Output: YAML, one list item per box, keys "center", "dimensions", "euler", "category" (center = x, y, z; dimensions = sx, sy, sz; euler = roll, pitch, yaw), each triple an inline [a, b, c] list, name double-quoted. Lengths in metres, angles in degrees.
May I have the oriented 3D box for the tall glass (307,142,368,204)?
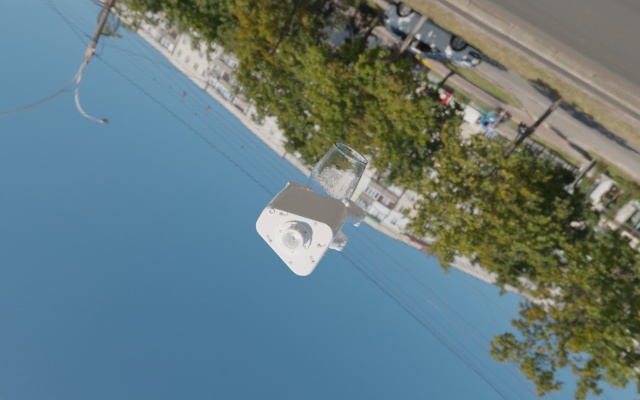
- center: [0.000, 0.003, 0.797]
  dimensions: [0.079, 0.201, 0.079]
  euler: [28, 20, -11]
  category: "tall glass"
